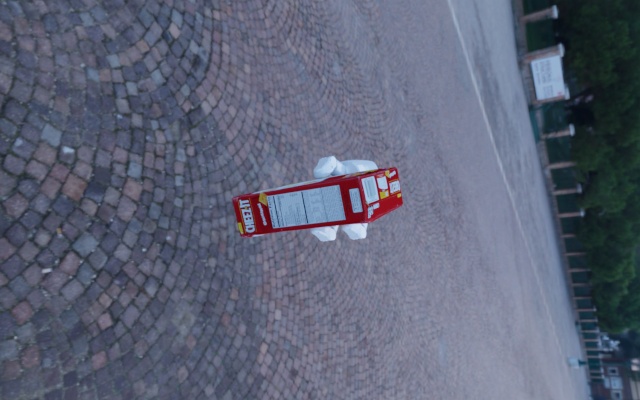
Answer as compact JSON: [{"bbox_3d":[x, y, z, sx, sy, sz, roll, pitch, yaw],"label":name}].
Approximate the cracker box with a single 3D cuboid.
[{"bbox_3d":[0.000,0.002,0.742,0.214,0.072,0.164,-9,4,28],"label":"cracker box"}]
